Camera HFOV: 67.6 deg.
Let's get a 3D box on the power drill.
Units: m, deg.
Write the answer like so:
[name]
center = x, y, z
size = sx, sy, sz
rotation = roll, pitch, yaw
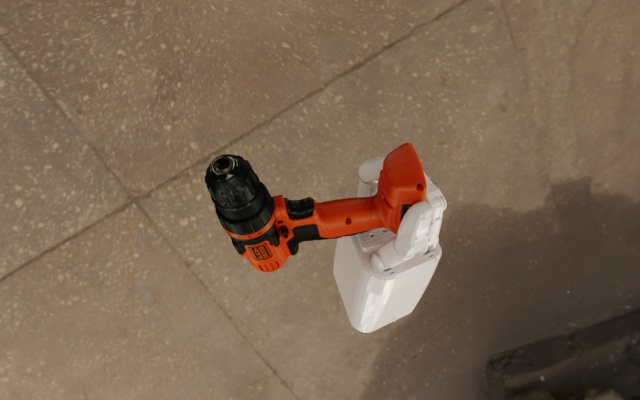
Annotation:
[power drill]
center = 0.001, 0.002, 0.449
size = 0.187, 0.057, 0.184
rotation = -11, -29, 0
